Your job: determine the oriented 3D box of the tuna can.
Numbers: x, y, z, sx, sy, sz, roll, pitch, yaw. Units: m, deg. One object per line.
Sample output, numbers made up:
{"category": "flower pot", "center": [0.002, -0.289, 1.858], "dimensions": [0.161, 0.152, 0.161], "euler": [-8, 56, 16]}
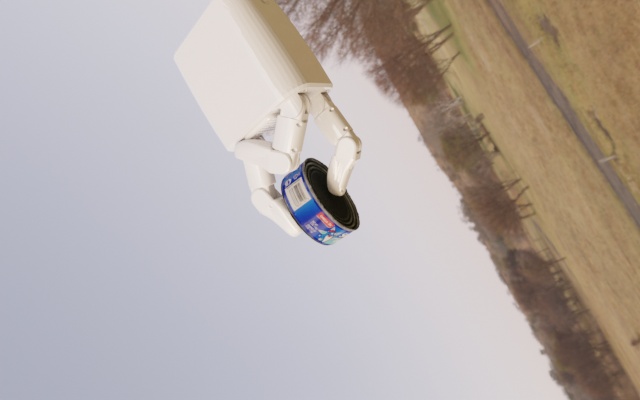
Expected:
{"category": "tuna can", "center": [0.000, 0.002, 0.477], "dimensions": [0.034, 0.086, 0.086], "euler": [-36, -15, 21]}
